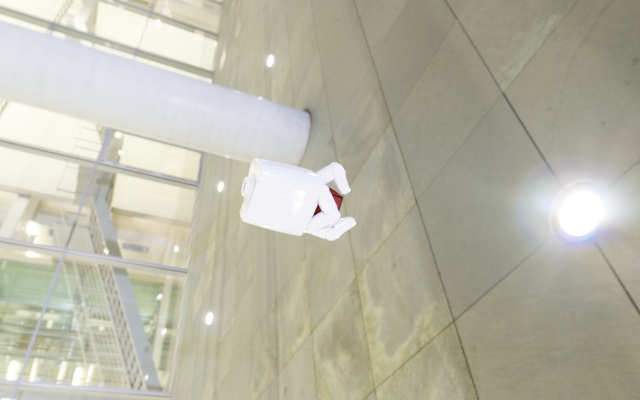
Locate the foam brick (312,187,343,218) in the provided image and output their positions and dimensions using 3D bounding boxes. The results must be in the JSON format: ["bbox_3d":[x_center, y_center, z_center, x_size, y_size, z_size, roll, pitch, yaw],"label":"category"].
[{"bbox_3d":[0.000,0.003,0.870,0.051,0.053,0.078,14,9,-19],"label":"foam brick"}]
